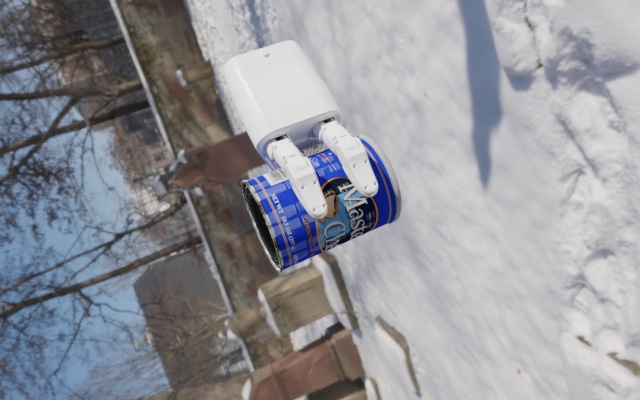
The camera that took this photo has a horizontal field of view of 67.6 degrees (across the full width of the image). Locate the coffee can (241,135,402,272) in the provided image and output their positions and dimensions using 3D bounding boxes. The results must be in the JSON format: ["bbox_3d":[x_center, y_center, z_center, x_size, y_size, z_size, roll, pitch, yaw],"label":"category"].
[{"bbox_3d":[0.000,0.002,0.511,0.140,0.103,0.103,-22,6,-15],"label":"coffee can"}]
